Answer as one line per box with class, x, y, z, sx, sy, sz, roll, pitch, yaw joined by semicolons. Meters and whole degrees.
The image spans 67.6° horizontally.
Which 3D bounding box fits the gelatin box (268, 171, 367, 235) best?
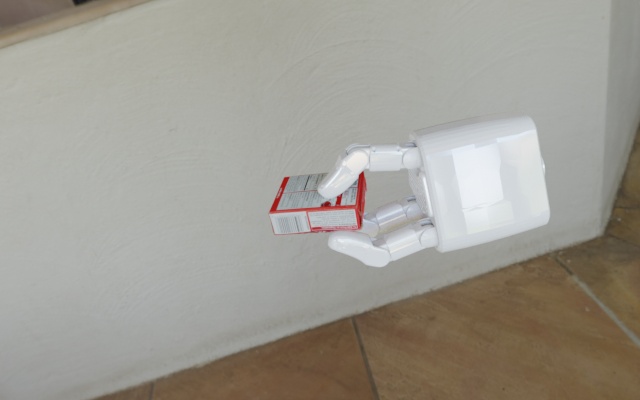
gelatin box;0.000;0.001;0.479;0.089;0.030;0.073;-4;31;12
